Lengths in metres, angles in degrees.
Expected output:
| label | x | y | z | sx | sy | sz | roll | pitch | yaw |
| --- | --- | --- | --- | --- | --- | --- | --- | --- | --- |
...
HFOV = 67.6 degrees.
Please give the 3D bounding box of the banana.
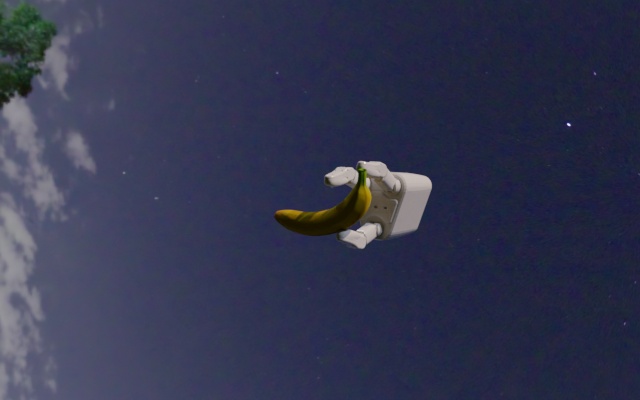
| label | x | y | z | sx | sy | sz | roll | pitch | yaw |
| --- | --- | --- | --- | --- | --- | --- | --- | --- | --- |
| banana | 0.008 | 0.019 | 0.721 | 0.198 | 0.069 | 0.037 | -26 | -13 | 38 |
